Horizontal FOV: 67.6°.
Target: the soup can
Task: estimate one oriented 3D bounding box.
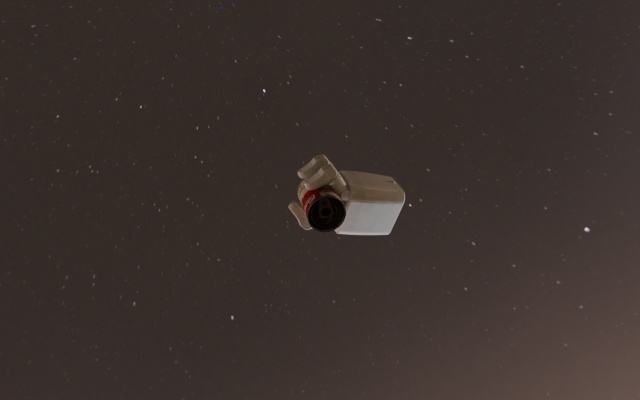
[{"bbox_3d":[0.000,0.003,0.847,0.068,0.068,0.102,0,25,-14],"label":"soup can"}]
